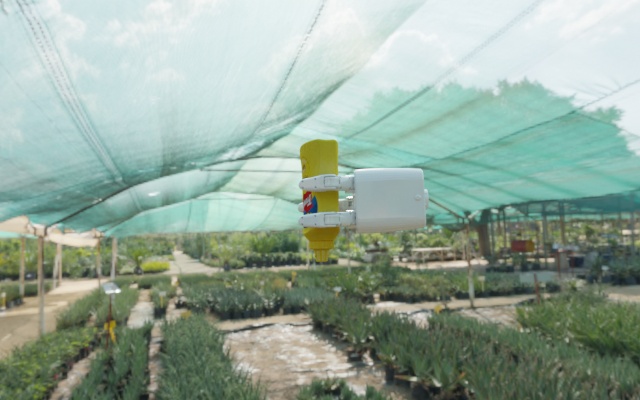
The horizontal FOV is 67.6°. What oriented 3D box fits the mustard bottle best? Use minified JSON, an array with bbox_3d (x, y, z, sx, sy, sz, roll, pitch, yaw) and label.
[{"bbox_3d":[0.000,0.002,0.771,0.058,0.191,0.096,-1,-5,-19],"label":"mustard bottle"}]
